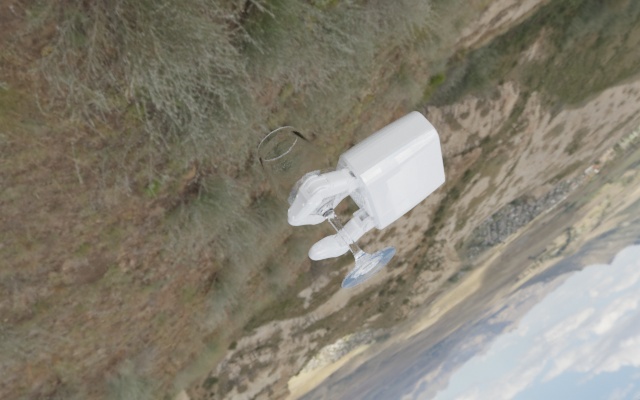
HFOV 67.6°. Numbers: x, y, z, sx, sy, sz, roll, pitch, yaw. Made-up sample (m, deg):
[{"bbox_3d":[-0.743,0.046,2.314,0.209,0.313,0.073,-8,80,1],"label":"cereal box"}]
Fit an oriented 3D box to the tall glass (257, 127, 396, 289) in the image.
[{"bbox_3d":[0.000,0.002,0.569,0.079,0.201,0.079,-30,-24,-15],"label":"tall glass"}]
